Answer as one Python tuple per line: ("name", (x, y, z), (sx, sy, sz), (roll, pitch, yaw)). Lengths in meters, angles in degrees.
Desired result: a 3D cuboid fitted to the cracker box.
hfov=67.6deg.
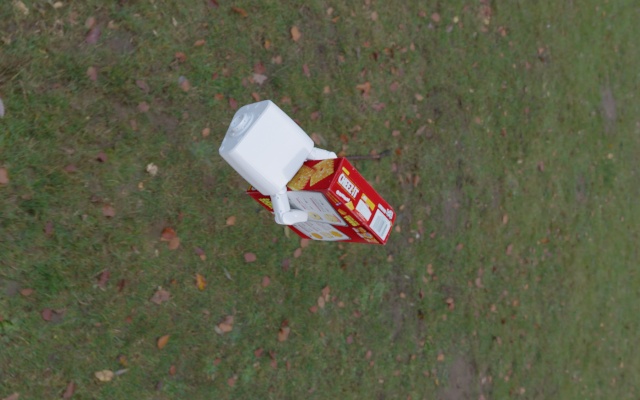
("cracker box", (0.000, 0.003, 0.836), (0.213, 0.072, 0.164), (0, -34, 47))
